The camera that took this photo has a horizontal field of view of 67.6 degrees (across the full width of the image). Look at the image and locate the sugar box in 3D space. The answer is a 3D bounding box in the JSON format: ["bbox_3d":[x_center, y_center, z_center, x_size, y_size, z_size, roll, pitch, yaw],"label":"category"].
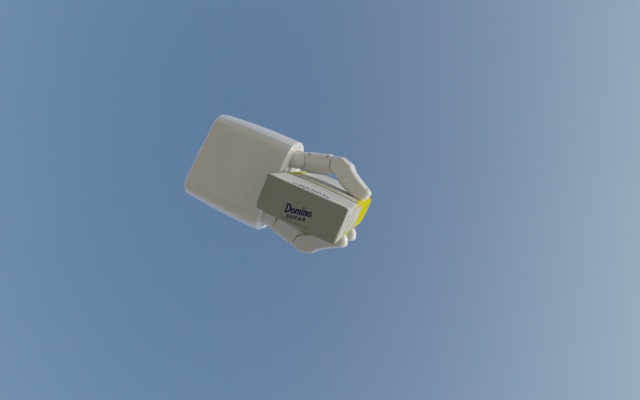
[{"bbox_3d":[0.000,0.002,0.558,0.093,0.048,0.176,24,12,11],"label":"sugar box"}]
